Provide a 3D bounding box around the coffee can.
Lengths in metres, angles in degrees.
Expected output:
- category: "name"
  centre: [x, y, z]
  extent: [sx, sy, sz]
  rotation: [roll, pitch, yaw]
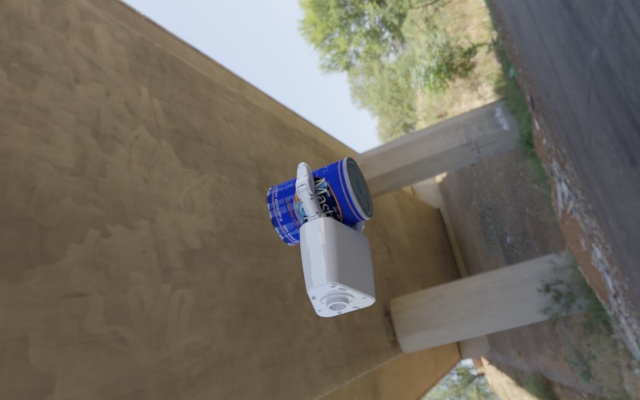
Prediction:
- category: "coffee can"
  centre: [0.000, 0.002, 0.762]
  extent: [0.140, 0.103, 0.103]
  rotation: [-20, -7, 18]
